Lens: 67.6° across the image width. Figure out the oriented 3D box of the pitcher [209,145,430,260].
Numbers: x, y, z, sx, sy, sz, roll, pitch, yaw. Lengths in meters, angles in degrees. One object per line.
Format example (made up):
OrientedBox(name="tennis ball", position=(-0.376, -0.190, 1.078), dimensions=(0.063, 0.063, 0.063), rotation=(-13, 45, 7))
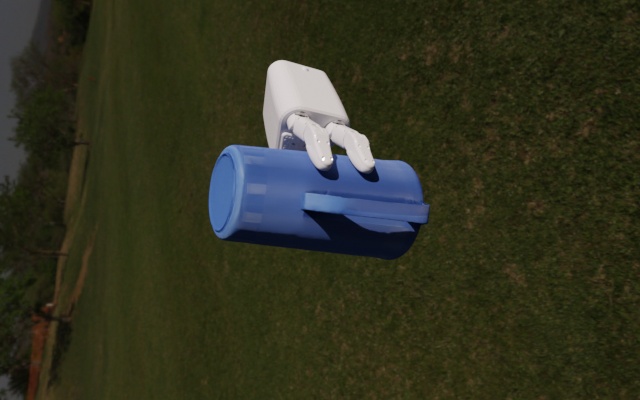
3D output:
OrientedBox(name="pitcher", position=(0.000, 0.002, 0.577), dimensions=(0.243, 0.145, 0.149), rotation=(6, -43, -29))
